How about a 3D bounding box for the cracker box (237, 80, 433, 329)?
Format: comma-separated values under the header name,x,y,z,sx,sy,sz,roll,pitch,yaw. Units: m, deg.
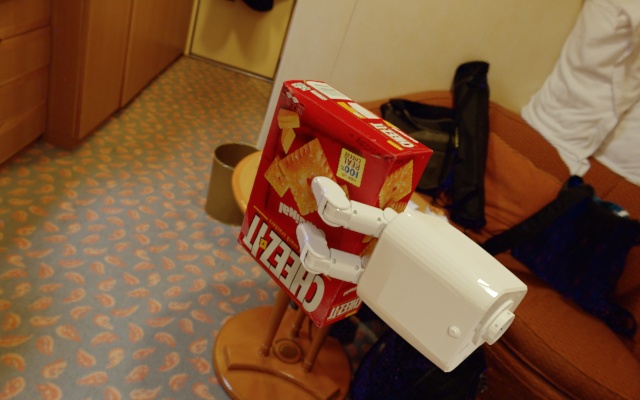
name,x,y,z,sx,sy,sz,roll,pitch,yaw
cracker box,0.000,0.002,0.514,0.072,0.214,0.164,-10,41,-45
